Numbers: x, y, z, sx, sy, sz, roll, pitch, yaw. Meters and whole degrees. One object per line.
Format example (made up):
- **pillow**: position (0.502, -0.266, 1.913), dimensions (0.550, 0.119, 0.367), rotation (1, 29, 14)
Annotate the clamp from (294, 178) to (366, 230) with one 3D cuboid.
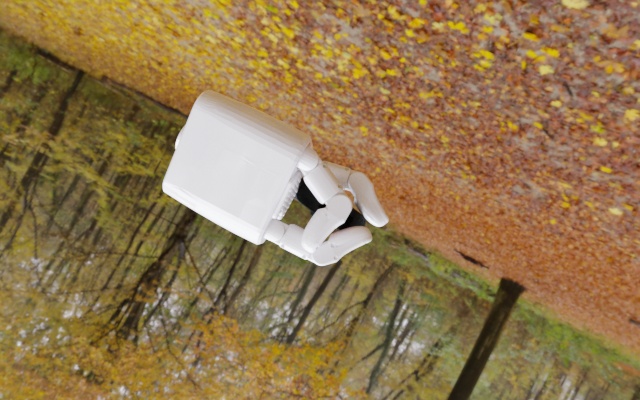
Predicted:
- **clamp**: position (0.000, 0.002, 0.525), dimensions (0.120, 0.039, 0.171), rotation (27, -3, 2)
